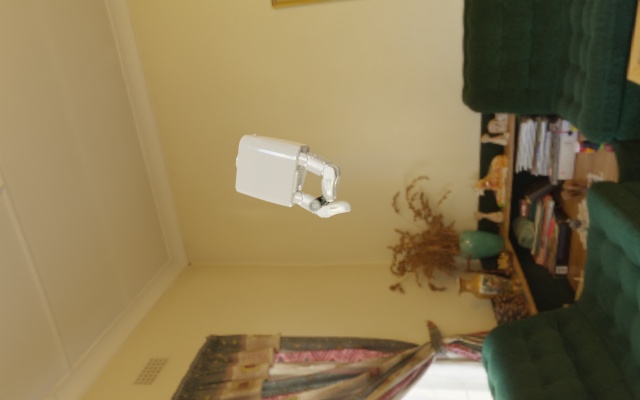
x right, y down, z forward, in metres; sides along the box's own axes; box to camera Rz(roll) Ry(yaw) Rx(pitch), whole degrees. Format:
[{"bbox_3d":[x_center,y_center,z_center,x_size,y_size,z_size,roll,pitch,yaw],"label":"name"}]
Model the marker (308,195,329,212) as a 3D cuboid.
[{"bbox_3d":[0.000,0.003,0.802,0.020,0.020,0.121,0,6,11],"label":"marker"}]
